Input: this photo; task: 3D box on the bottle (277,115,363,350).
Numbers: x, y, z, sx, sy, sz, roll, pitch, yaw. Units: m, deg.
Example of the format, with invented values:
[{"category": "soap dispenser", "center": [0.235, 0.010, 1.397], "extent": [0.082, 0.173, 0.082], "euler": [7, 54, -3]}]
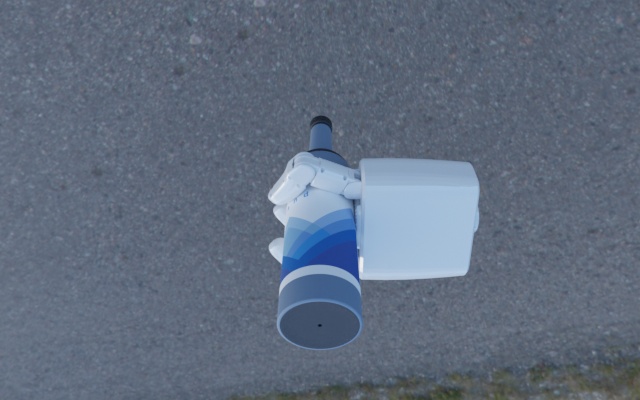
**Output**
[{"category": "bottle", "center": [0.000, 0.002, 0.478], "extent": [0.069, 0.069, 0.295], "euler": [0, 40, 0]}]
